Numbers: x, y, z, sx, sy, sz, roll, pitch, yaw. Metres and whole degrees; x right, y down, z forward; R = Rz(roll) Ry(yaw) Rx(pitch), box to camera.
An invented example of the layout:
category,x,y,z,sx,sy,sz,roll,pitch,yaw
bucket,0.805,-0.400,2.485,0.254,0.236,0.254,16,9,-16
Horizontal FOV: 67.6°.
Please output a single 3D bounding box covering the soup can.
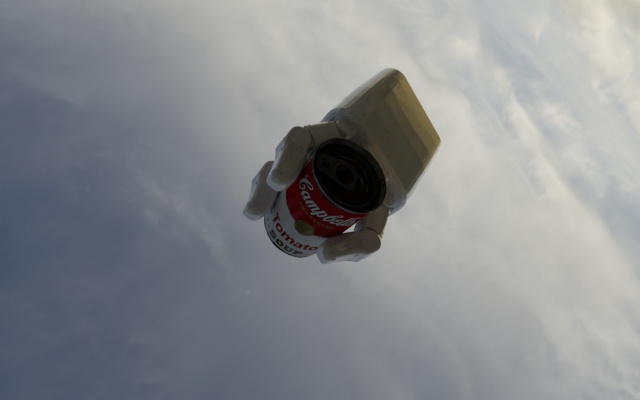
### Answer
category,x,y,z,sx,sy,sz,roll,pitch,yaw
soup can,0.000,0.002,0.414,0.068,0.068,0.102,0,-26,-32
